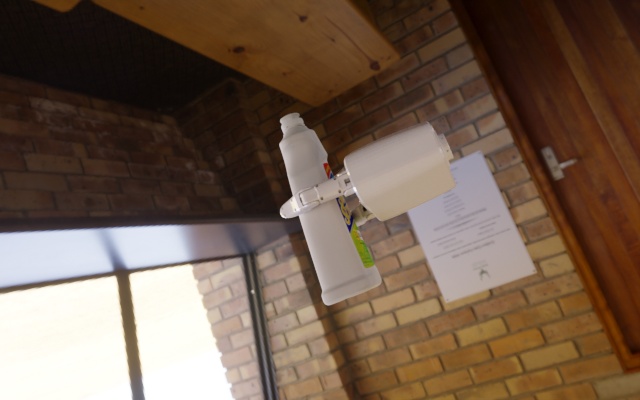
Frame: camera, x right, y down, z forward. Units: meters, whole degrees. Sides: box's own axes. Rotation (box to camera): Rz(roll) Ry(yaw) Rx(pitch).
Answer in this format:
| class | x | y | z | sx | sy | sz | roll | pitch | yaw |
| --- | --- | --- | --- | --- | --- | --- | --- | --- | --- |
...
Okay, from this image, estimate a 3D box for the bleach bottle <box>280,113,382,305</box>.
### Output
| class | x | y | z | sx | sy | sz | roll | pitch | yaw |
| --- | --- | --- | --- | --- | --- | --- | --- | --- | --- |
| bleach bottle | 0.000 | 0.002 | 0.617 | 0.068 | 0.250 | 0.102 | -24 | -11 | 14 |
